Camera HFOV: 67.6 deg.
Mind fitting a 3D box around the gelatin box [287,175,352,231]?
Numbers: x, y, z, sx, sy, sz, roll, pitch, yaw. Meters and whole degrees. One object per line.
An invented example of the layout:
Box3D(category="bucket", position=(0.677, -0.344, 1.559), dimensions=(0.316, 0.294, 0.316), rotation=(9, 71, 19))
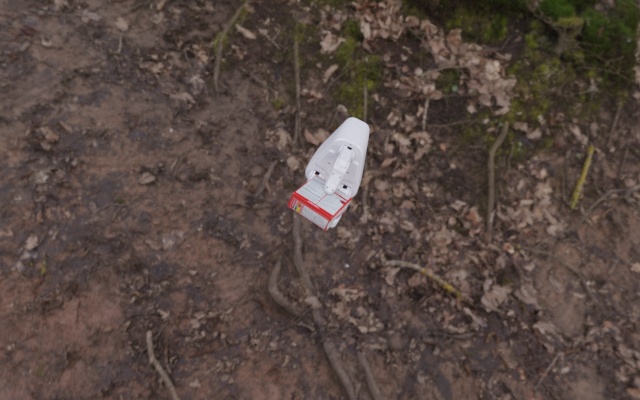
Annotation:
Box3D(category="gelatin box", position=(0.000, 0.002, 0.758), dimensions=(0.073, 0.030, 0.089), rotation=(33, 32, 9))
